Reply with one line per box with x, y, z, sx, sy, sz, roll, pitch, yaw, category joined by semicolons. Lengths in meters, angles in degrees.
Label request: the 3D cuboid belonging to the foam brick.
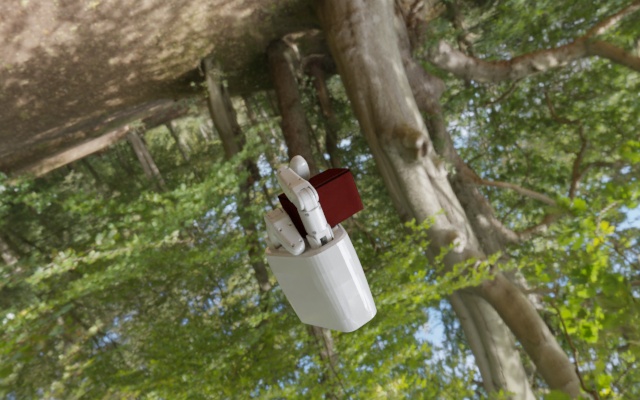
0.000;0.002;0.553;0.078;0.051;0.053;-29;15;-19;foam brick
